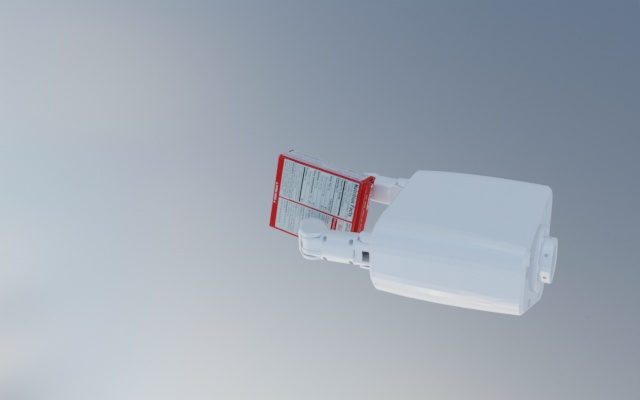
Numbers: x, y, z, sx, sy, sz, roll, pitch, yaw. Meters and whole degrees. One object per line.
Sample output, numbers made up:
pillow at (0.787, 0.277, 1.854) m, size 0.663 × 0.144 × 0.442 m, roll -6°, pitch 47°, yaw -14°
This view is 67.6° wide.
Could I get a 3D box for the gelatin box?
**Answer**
gelatin box at (0.000, 0.001, 0.437) m, size 0.089 × 0.073 × 0.030 m, roll 19°, pitch 24°, yaw 23°
